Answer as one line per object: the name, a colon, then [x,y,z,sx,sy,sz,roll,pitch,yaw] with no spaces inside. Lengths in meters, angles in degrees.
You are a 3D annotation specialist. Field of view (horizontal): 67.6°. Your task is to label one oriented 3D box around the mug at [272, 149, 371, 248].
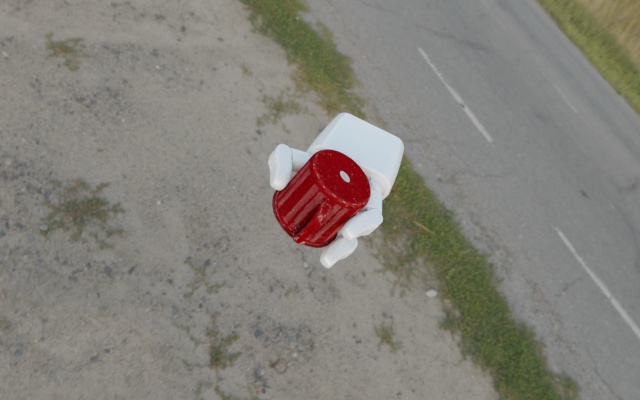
mug: [0.000,0.002,0.541,0.081,0.093,0.117,-46,10,40]
